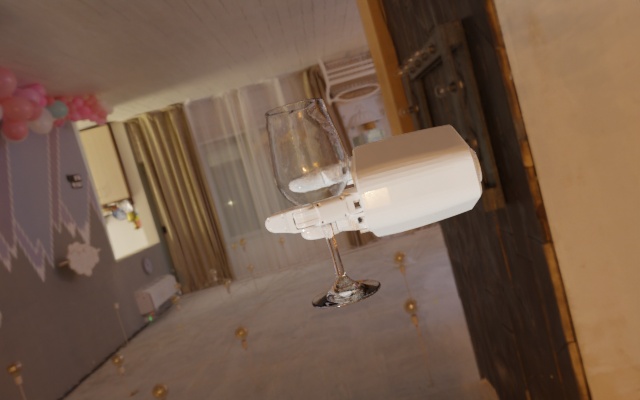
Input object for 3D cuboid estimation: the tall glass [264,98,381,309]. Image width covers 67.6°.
[{"bbox_3d":[0.000,0.002,0.486,0.079,0.201,0.079,-16,5,1],"label":"tall glass"}]
